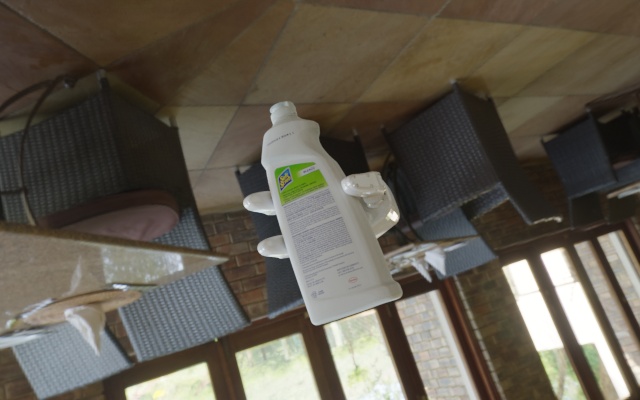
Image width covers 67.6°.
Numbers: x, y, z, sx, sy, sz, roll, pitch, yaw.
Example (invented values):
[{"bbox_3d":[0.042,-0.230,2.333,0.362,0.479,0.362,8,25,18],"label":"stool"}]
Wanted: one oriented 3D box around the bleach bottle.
[{"bbox_3d":[0.000,0.002,0.530,0.102,0.250,0.068,-22,-15,12],"label":"bleach bottle"}]
